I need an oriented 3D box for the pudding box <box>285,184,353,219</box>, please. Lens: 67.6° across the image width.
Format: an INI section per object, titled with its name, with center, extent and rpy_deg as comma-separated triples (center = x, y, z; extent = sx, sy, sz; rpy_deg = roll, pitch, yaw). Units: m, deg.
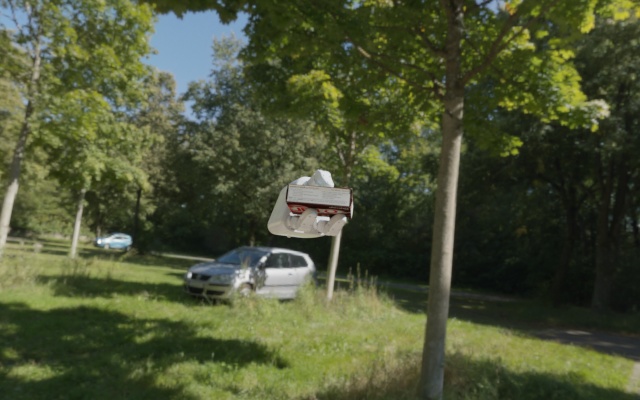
[pudding box]
center = 0.000, 0.003, 0.835
extent = 0.113, 0.039, 0.090
rpy_deg = 3, -13, 5
